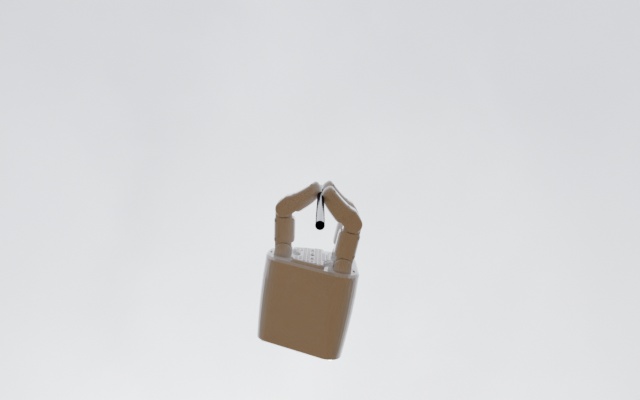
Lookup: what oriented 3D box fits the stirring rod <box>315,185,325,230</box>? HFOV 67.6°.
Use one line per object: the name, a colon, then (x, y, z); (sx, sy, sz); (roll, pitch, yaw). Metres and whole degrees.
stirring rod: (0.000, 0.002, 0.503); (0.011, 0.011, 0.239); (0, 9, 0)
